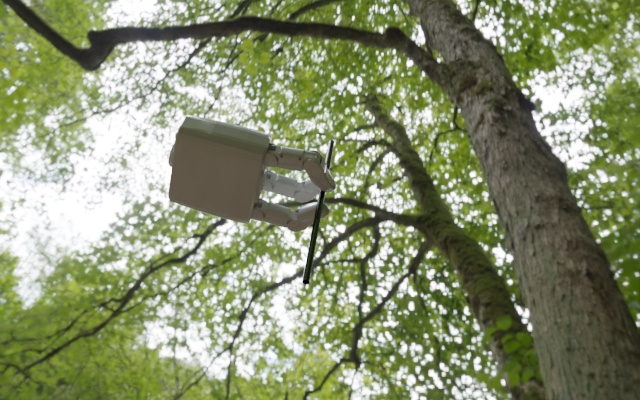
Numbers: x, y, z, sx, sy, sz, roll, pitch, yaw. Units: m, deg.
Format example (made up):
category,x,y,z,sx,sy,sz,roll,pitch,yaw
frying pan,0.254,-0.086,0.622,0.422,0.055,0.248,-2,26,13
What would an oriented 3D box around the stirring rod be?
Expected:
category,x,y,z,sx,sy,sz,roll,pitch,yaw
stirring rod,0.000,0.002,0.585,0.011,0.011,0.239,0,44,10
